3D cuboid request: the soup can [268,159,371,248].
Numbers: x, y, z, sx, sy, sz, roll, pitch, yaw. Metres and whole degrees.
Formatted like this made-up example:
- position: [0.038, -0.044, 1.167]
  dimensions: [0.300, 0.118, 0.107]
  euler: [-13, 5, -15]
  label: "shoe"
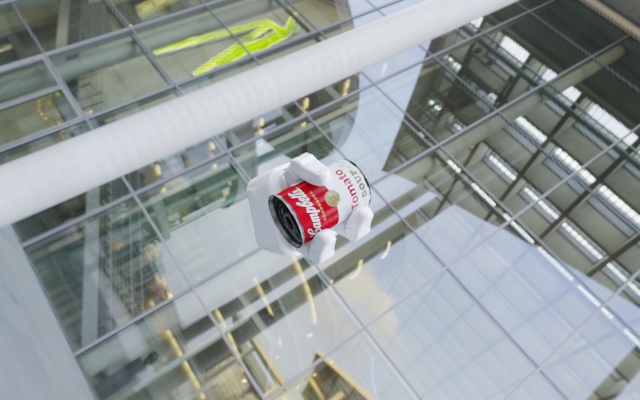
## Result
- position: [0.000, 0.002, 0.555]
  dimensions: [0.102, 0.068, 0.068]
  euler: [-29, 13, -25]
  label: "soup can"
